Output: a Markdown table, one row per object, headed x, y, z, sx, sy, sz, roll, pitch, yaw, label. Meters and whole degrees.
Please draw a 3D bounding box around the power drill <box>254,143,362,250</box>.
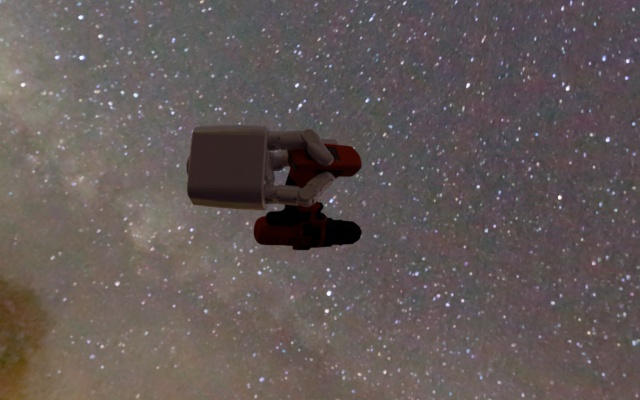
| x | y | z | sx | sy | sz | roll | pitch | yaw | label |
| --- | --- | --- | --- | --- | --- | --- | --- | --- | --- |
| 0.000 | 0.002 | 0.743 | 0.184 | 0.188 | 0.057 | 1 | 40 | -22 | power drill |
